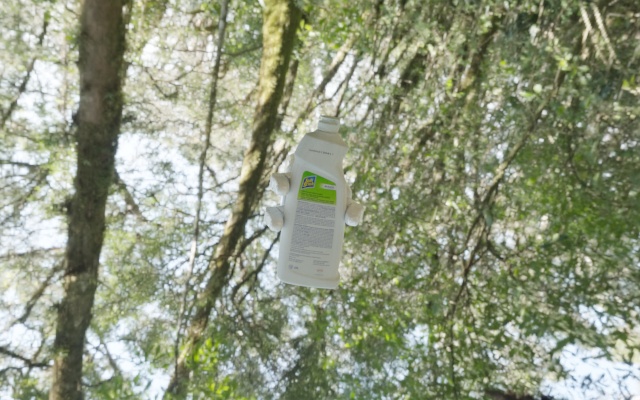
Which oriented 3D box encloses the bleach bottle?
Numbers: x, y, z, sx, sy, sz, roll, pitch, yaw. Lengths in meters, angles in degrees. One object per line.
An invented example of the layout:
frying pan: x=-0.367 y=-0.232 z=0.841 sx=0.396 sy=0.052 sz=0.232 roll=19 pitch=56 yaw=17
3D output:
bleach bottle: x=0.000 y=0.002 z=0.707 sx=0.102 sy=0.251 sz=0.068 roll=8 pitch=17 yaw=-9
